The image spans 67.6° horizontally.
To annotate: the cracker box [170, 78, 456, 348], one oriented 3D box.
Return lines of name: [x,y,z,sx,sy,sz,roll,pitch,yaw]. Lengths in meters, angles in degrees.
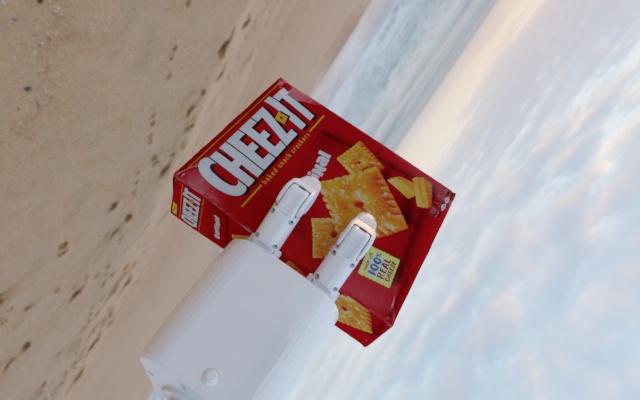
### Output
cracker box: [0.000,0.002,0.442,0.213,0.164,0.072,34,-36,4]
